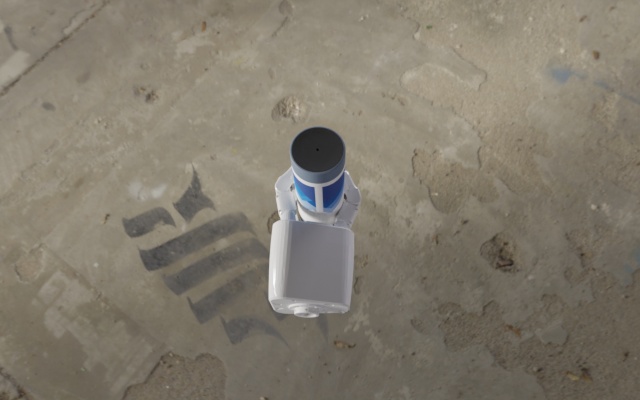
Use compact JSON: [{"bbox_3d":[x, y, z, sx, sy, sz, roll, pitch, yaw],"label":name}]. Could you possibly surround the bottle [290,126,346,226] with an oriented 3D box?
[{"bbox_3d":[0.000,0.002,0.695,0.069,0.069,0.296,0,-25,2],"label":"bottle"}]
